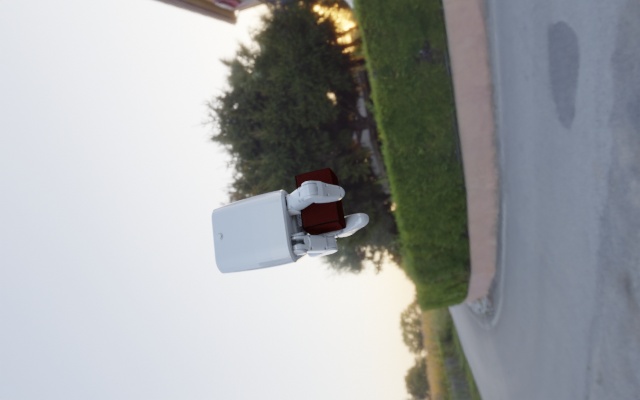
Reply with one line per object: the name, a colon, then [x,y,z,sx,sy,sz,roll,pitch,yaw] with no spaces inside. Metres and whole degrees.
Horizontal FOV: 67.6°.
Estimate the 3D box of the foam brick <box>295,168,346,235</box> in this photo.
foam brick: [0.000,0.002,0.656,0.051,0.078,0.053,-13,-18,11]
